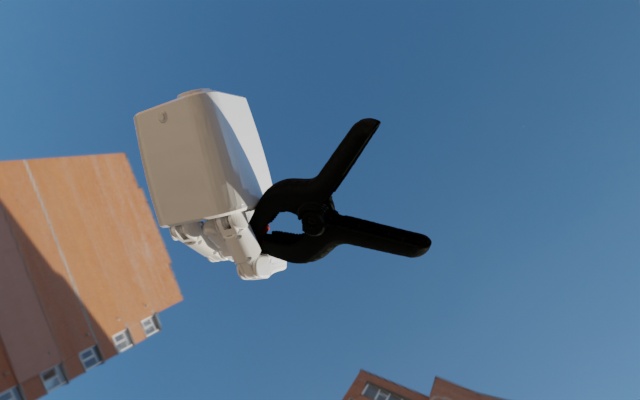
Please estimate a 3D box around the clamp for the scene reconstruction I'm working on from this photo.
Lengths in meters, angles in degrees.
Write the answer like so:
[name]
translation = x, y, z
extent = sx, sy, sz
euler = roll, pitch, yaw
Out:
[clamp]
translation = 0.000, 0.001, 0.414
extent = 0.171, 0.120, 0.039
euler = -11, 9, 24
